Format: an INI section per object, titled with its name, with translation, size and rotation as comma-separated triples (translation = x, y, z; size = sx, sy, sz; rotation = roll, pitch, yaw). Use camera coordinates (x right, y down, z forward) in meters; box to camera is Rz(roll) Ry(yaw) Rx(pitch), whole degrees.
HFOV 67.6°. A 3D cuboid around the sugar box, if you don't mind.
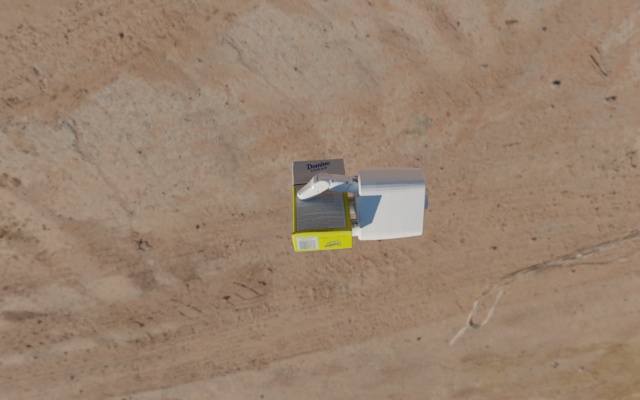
[sugar box]
translation = 0.000, 0.003, 0.795
size = 0.093, 0.048, 0.176
rotation = -3, 42, 1
